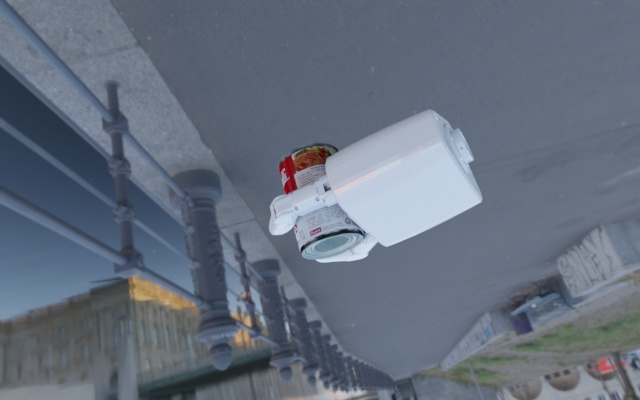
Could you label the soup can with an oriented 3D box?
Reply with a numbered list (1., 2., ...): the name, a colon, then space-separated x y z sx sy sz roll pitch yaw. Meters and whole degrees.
1. soup can: 0.000 0.002 0.494 0.068 0.102 0.068 -13 -24 -6
